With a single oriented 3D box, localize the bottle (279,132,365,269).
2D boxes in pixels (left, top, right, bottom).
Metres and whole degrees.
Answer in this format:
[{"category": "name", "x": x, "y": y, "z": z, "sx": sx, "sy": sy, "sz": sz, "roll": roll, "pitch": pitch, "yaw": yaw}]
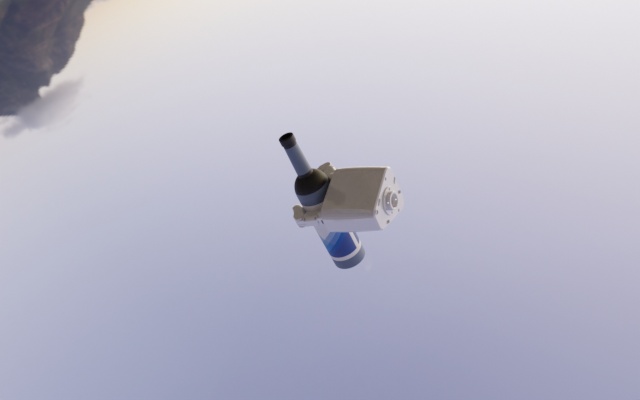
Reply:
[{"category": "bottle", "x": 0.000, "y": 0.003, "z": 0.881, "sx": 0.069, "sy": 0.296, "sz": 0.069, "roll": -20, "pitch": 33, "yaw": 13}]
